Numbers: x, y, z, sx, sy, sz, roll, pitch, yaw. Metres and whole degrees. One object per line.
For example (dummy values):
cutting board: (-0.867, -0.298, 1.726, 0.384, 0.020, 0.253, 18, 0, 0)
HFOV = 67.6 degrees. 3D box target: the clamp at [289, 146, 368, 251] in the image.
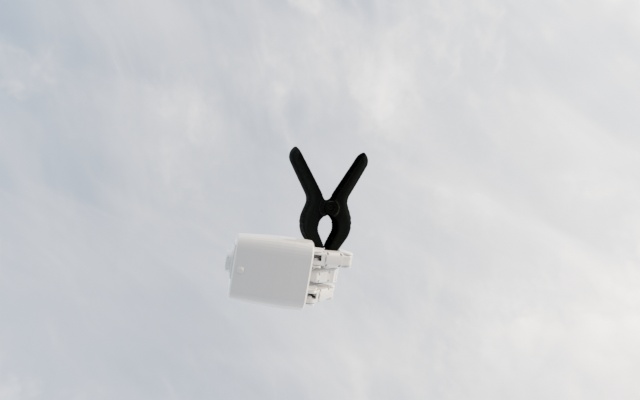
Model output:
clamp: (0.000, 0.002, 0.695, 0.120, 0.171, 0.039, 12, -3, -15)
